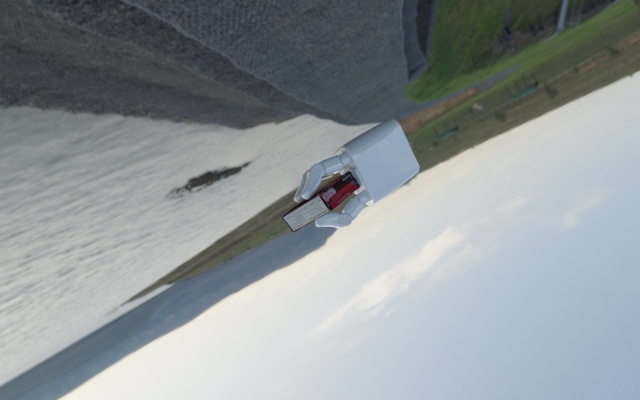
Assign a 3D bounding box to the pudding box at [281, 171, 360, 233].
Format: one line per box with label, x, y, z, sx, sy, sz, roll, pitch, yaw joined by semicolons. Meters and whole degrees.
pudding box;0.000;0.003;0.796;0.090;0.039;0.113;-36;2;-43
